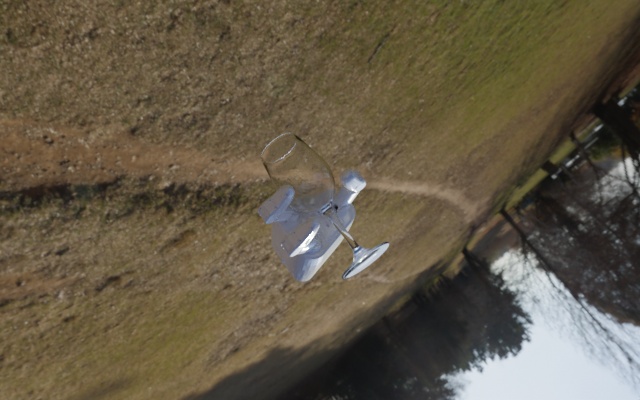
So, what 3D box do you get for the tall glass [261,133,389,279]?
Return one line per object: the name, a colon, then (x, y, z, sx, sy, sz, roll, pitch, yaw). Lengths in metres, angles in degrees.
tall glass: (0.001, 0.002, 0.633, 0.079, 0.201, 0.079, -33, -19, -13)
